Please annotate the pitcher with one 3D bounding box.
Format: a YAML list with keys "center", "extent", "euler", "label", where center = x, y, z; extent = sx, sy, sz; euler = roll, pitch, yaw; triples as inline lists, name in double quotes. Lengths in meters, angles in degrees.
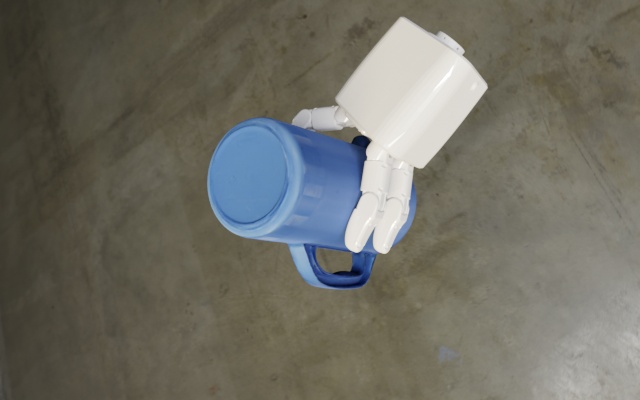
- center: [0.000, 0.001, 0.512]
  extent: [0.149, 0.145, 0.243]
  euler: [49, 20, 26]
  label: "pitcher"
